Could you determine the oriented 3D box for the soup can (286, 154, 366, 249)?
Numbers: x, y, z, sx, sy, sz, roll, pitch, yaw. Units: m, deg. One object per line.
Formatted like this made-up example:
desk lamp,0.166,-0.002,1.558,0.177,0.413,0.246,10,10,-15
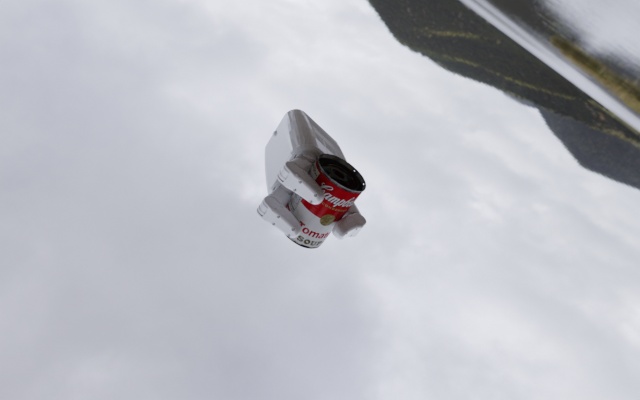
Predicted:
soup can,0.000,0.002,0.591,0.068,0.102,0.068,27,29,-17
